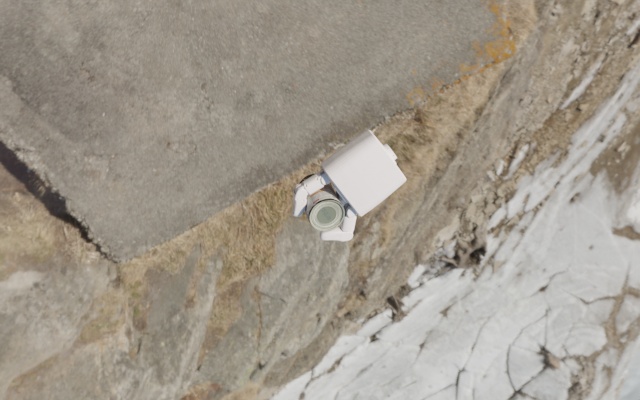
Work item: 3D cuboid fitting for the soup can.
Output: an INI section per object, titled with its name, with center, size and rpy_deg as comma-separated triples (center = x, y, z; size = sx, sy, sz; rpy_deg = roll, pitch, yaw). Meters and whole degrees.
[soup can]
center = 0.000, 0.003, 0.876
size = 0.068, 0.068, 0.102
rpy_deg = 0, 29, -16
